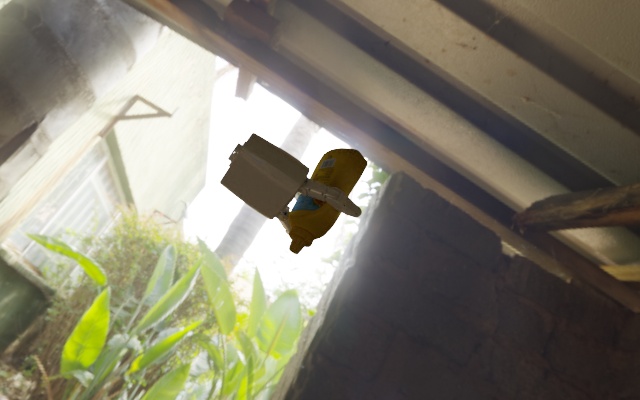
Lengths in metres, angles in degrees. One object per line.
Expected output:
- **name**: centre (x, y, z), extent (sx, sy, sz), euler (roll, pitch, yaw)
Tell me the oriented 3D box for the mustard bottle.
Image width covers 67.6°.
- **mustard bottle**: centre (0.000, 0.003, 0.769), extent (0.096, 0.191, 0.058), euler (-2, -40, 47)
